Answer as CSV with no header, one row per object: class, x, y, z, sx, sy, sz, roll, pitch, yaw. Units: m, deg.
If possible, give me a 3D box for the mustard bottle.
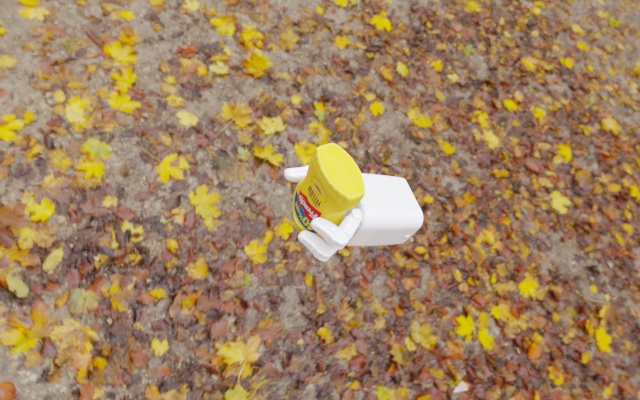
mustard bottle,0.000,0.002,0.741,0.058,0.096,0.192,-23,-19,-30
